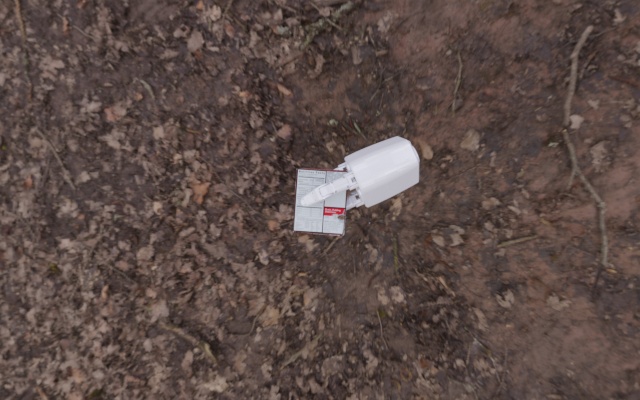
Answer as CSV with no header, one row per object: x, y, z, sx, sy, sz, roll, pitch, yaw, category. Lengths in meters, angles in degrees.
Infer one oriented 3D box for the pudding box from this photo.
0.000,0.003,0.820,0.090,0.113,0.039,4,-4,3,pudding box
